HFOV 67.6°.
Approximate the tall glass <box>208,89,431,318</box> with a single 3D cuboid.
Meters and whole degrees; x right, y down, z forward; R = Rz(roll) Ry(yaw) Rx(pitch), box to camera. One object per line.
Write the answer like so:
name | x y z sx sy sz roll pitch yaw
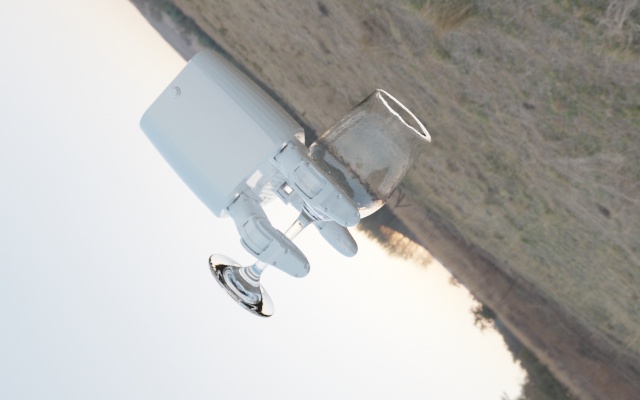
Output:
tall glass | 0.000 0.002 0.400 0.079 0.201 0.079 43 6 -6
